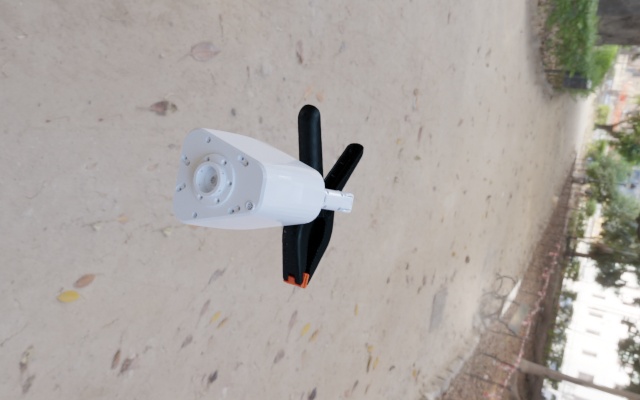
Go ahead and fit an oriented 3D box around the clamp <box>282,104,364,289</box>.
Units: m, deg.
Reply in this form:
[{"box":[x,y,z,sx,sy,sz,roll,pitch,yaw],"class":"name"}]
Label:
[{"box":[0.001,0.003,0.592,0.036,0.210,0.164,13,3,27],"class":"clamp"}]
